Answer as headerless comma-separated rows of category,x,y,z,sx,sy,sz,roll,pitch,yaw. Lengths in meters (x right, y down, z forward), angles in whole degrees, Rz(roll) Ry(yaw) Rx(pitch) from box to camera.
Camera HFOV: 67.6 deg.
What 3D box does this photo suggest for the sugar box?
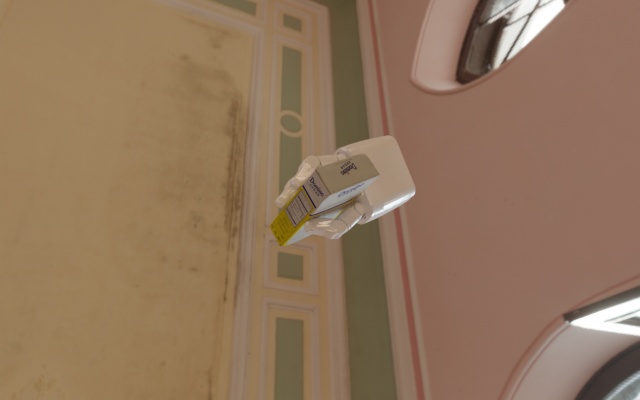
sugar box,0.000,0.002,0.686,0.093,0.048,0.176,-22,-18,-36
